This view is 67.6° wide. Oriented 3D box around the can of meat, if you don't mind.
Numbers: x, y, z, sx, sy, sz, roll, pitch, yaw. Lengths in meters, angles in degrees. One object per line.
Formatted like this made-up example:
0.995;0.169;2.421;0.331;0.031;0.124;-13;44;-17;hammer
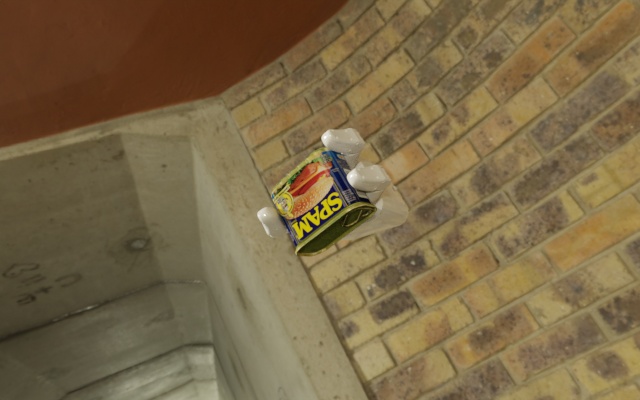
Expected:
0.000;0.002;0.547;0.102;0.084;0.057;-39;-25;24;can of meat
